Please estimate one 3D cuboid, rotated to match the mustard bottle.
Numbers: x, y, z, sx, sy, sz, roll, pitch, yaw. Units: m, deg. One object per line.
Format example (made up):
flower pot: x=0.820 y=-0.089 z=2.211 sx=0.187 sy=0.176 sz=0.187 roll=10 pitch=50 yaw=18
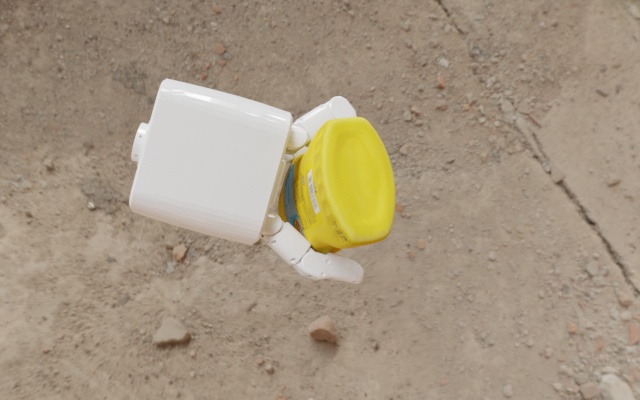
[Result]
mustard bottle: x=0.000 y=0.001 z=0.430 sx=0.058 sy=0.096 sz=0.192 roll=-10 pitch=-8 yaw=-19
